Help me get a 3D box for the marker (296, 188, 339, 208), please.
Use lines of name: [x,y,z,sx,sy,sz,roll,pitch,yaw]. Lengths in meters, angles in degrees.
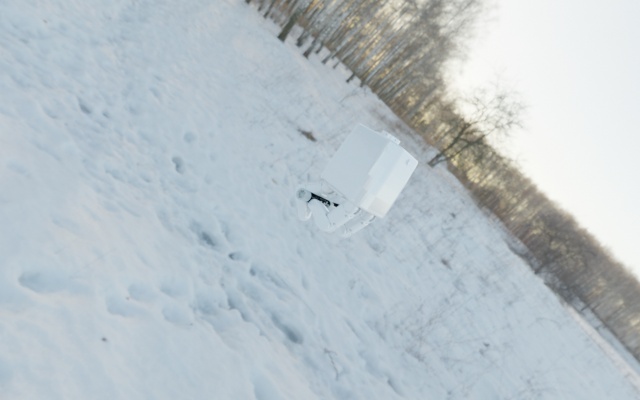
marker: [0.000,0.003,0.776,0.020,0.020,0.121,0,-13,30]
